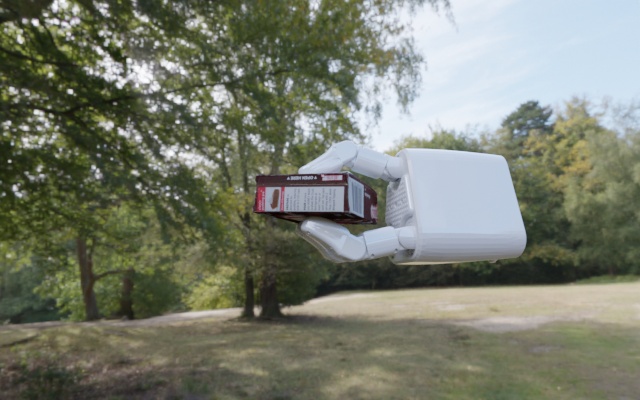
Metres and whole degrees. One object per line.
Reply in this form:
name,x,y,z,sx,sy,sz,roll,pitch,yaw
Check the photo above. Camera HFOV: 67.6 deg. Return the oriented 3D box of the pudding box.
pudding box,0.000,0.001,0.456,0.090,0.039,0.113,-1,-10,19
